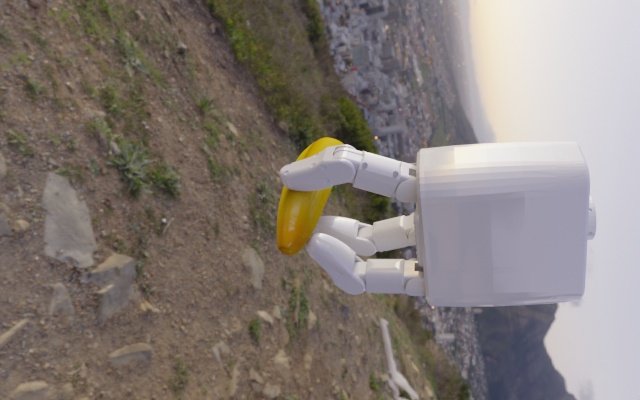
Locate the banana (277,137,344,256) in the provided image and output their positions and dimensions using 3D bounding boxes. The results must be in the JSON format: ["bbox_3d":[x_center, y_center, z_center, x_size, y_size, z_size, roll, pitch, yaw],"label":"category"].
[{"bbox_3d":[-0.001,-0.018,0.424,0.037,0.070,0.197,0,15,13],"label":"banana"}]
